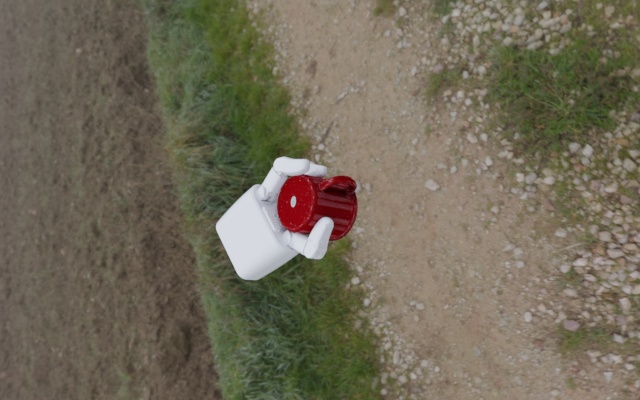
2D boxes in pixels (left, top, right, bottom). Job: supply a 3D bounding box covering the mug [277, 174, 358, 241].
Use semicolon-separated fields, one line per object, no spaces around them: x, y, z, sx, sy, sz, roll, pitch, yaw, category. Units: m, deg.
0.001;0.002;0.675;0.081;0.093;0.117;12;-38;-43;mug
